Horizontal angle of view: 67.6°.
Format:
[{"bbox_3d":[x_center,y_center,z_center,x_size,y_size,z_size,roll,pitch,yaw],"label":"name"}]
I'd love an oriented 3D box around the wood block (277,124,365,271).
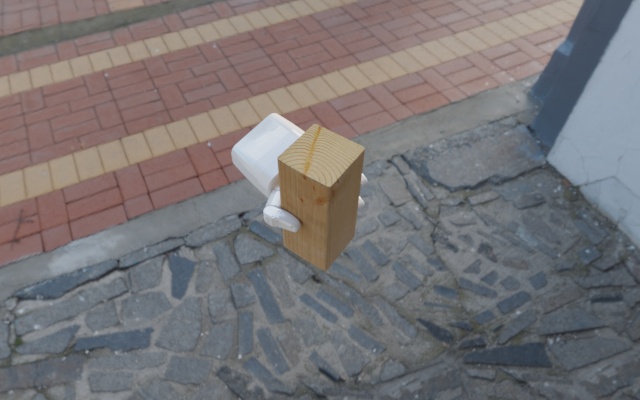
[{"bbox_3d":[0.000,0.002,0.722,0.090,0.206,0.090,29,56,21],"label":"wood block"}]
